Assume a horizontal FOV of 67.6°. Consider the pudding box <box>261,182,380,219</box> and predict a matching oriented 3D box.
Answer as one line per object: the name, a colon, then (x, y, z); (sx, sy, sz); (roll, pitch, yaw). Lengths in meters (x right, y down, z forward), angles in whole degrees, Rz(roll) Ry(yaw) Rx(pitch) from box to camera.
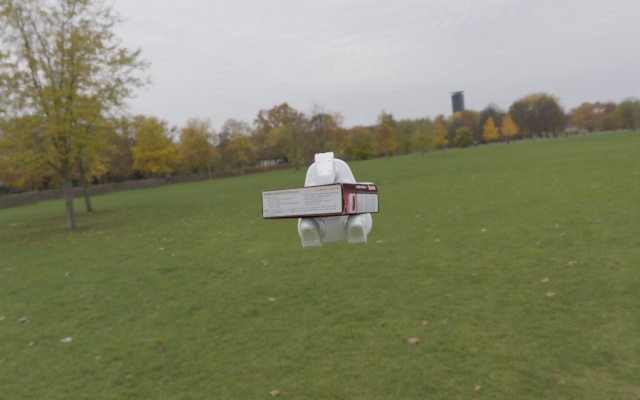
pudding box: (0.000, 0.002, 0.565); (0.113, 0.039, 0.090); (-7, -2, 32)
